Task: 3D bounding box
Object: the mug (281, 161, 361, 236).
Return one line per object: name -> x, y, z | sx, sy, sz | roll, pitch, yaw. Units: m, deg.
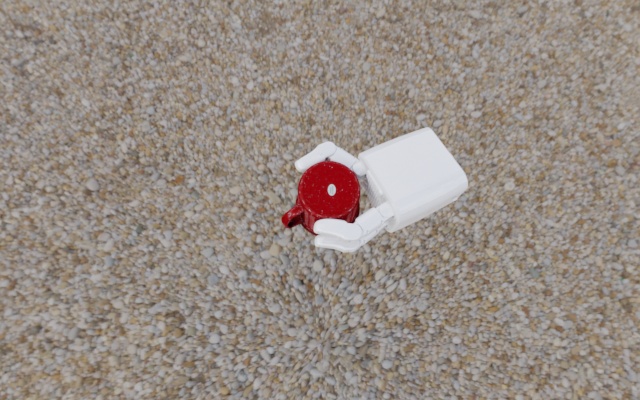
mug -> -0.001, 0.003, 0.644 | 0.117, 0.093, 0.081 | -25, -15, -8
